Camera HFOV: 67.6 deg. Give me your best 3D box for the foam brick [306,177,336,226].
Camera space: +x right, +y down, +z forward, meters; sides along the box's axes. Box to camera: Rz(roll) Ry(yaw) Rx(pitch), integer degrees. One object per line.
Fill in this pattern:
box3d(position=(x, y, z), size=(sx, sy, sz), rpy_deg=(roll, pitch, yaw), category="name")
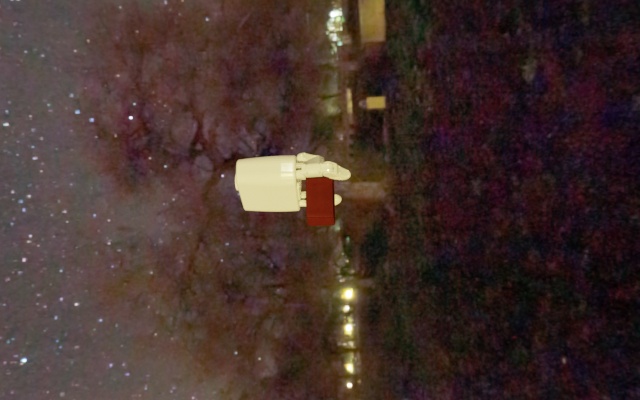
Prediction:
box3d(position=(0.000, 0.003, 0.863), size=(0.051, 0.078, 0.053), rpy_deg=(-2, -20, 0), category="foam brick")
